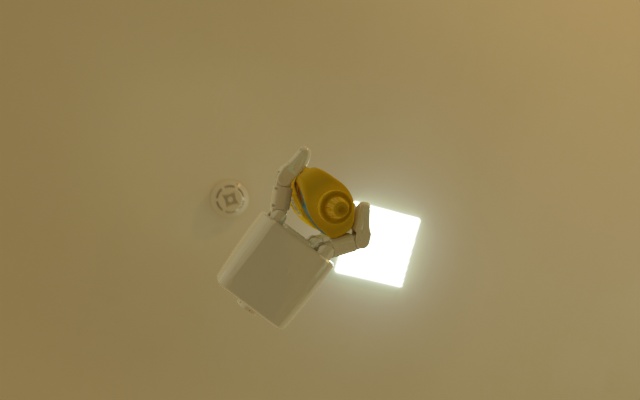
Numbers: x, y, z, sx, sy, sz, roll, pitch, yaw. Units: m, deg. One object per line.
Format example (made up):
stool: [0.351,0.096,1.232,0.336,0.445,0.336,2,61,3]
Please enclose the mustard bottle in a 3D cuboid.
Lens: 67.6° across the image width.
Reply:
mustard bottle: [0.000,0.002,0.632,0.058,0.096,0.191,-29,11,-10]
